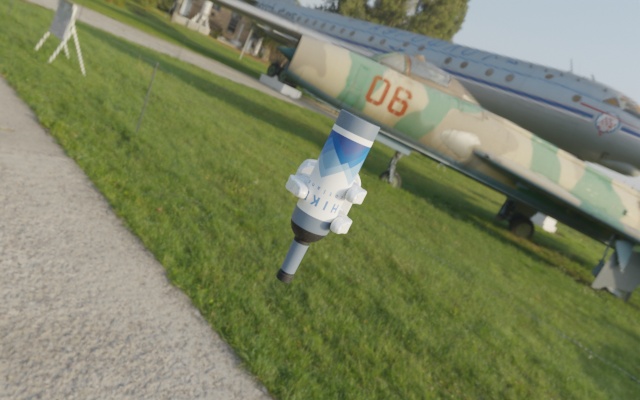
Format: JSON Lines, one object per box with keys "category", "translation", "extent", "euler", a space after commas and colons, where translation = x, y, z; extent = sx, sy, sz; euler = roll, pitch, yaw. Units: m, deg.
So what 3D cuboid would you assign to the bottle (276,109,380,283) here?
{"category": "bottle", "translation": [0.000, 0.002, 0.768], "extent": [0.069, 0.296, 0.069], "euler": [24, 13, -6]}
